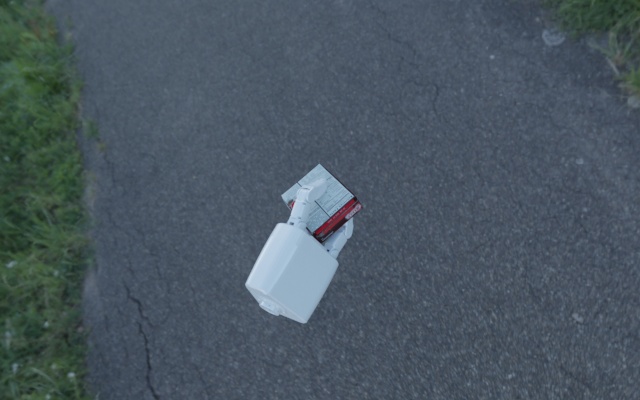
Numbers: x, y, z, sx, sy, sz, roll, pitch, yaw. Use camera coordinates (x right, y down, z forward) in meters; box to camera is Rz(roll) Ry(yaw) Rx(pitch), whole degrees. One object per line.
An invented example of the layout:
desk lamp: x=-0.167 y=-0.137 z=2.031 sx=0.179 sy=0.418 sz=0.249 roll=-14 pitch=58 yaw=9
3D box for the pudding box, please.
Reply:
pudding box: x=0.000 y=0.002 z=0.759 sx=0.113 sy=0.090 sz=0.039 roll=47 pitch=-5 yaw=42
